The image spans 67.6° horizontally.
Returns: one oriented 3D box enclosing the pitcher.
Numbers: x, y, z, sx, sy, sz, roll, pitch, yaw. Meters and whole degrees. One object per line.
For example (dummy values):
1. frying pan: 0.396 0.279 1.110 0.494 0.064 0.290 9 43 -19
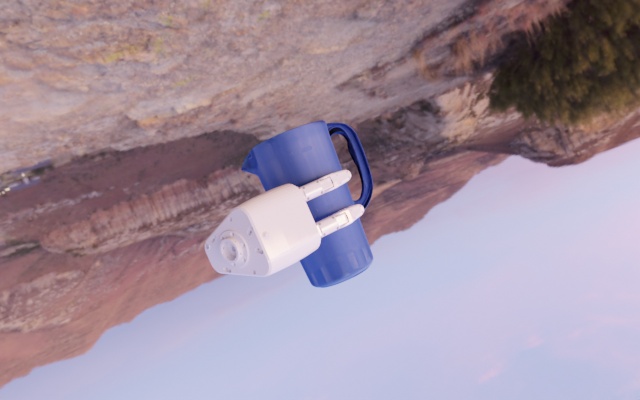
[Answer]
1. pitcher: 0.000 0.003 0.750 0.149 0.243 0.145 -22 2 35
